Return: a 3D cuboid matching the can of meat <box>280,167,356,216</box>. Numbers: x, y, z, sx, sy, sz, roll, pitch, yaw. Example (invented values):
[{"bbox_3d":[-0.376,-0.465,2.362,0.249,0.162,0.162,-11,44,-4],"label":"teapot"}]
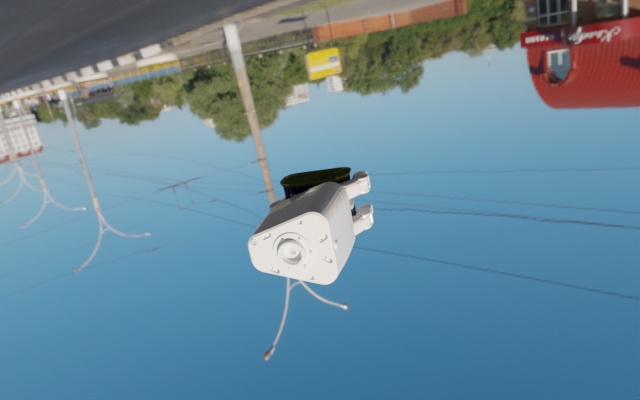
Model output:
[{"bbox_3d":[0.000,0.003,0.698,0.102,0.084,0.057,-7,17,13],"label":"can of meat"}]
